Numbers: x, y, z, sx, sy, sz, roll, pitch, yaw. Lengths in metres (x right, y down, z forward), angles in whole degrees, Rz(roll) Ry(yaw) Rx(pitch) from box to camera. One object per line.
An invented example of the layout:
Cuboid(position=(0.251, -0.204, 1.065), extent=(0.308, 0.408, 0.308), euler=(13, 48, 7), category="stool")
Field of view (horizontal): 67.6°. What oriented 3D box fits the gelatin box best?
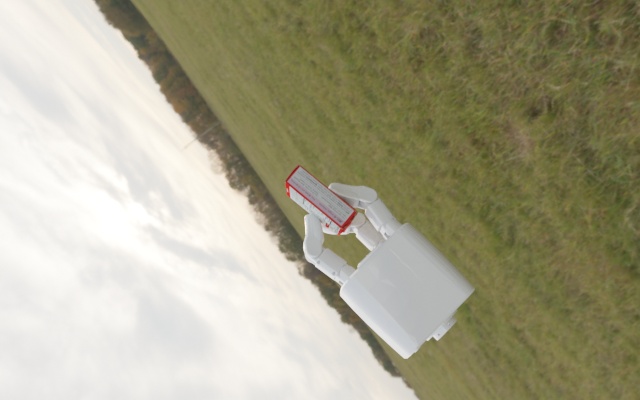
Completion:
Cuboid(position=(0.000, 0.002, 0.574), extent=(0.089, 0.030, 0.073), euler=(38, -9, 5), category="gelatin box")
